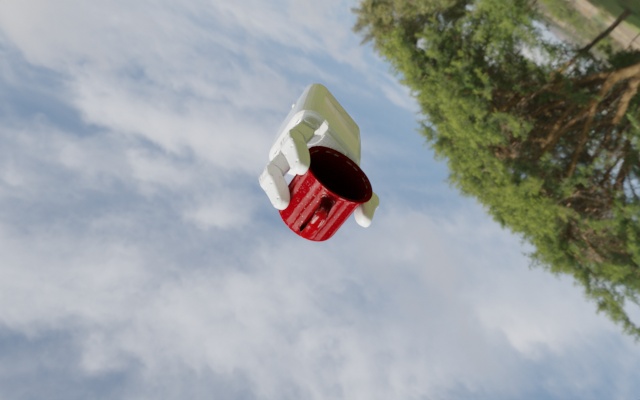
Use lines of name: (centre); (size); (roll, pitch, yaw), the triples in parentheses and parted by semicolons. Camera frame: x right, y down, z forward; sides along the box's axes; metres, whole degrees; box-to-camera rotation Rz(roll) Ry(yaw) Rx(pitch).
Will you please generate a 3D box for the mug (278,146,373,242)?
mug: (0.000, 0.003, 0.562); (0.093, 0.081, 0.117); (30, 33, -12)
